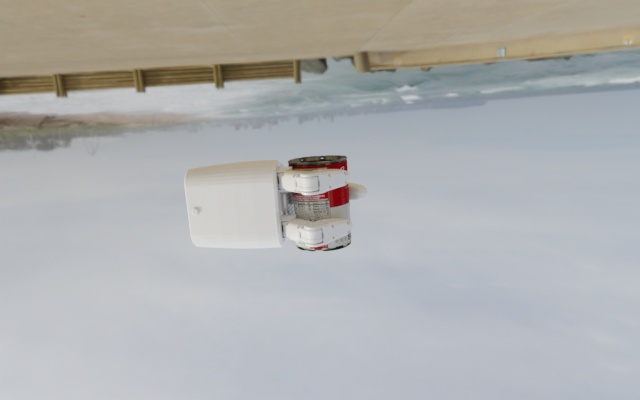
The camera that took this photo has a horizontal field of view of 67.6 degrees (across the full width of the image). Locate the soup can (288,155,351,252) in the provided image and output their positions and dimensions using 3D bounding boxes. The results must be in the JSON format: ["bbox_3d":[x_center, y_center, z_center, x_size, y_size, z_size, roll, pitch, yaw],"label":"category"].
[{"bbox_3d":[0.001,0.002,0.555,0.068,0.102,0.068,-4,11,1],"label":"soup can"}]
